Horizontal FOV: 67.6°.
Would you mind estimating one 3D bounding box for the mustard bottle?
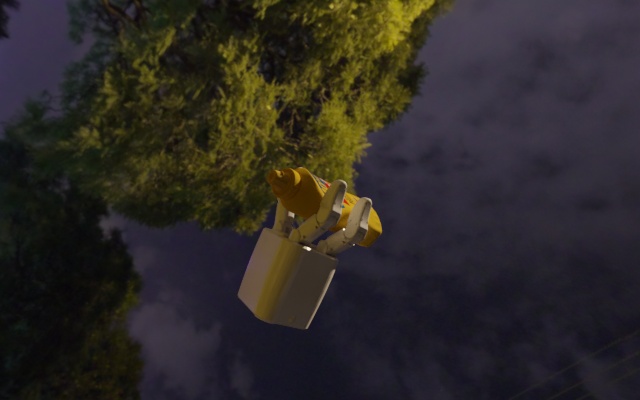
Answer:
[{"bbox_3d":[0.000,0.002,0.661,0.192,0.058,0.096,27,20,-43],"label":"mustard bottle"}]
